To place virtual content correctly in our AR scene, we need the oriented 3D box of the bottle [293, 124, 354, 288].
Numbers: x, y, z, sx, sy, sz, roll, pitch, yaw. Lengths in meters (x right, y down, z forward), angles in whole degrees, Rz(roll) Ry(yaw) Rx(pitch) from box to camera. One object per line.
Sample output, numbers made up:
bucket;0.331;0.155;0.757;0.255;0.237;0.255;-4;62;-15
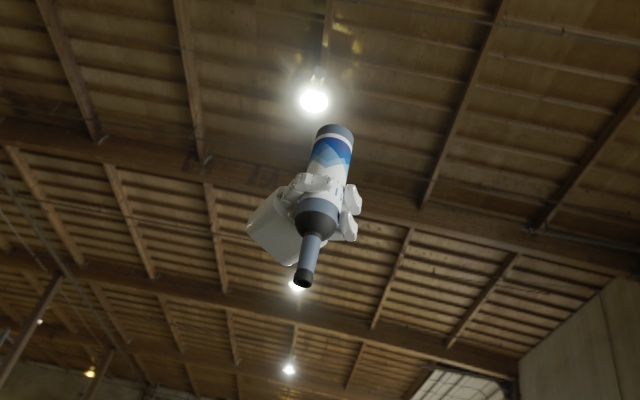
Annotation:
bottle;0.000;0.002;0.749;0.069;0.295;0.069;8;-39;6
